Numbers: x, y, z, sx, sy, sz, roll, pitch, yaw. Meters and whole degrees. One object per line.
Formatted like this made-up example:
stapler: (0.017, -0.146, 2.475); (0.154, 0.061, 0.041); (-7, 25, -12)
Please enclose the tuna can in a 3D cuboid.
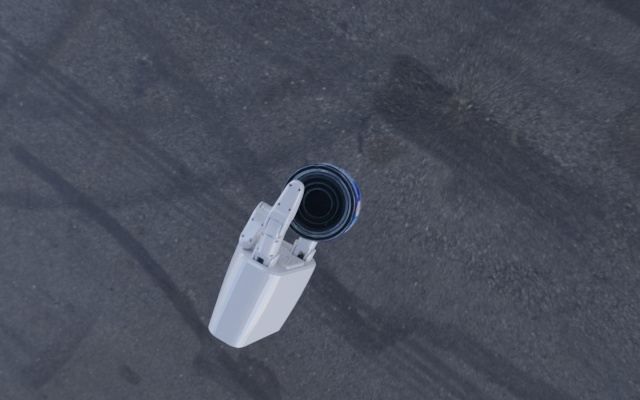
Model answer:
tuna can: (0.000, 0.002, 0.520); (0.086, 0.086, 0.034); (0, 5, 14)
